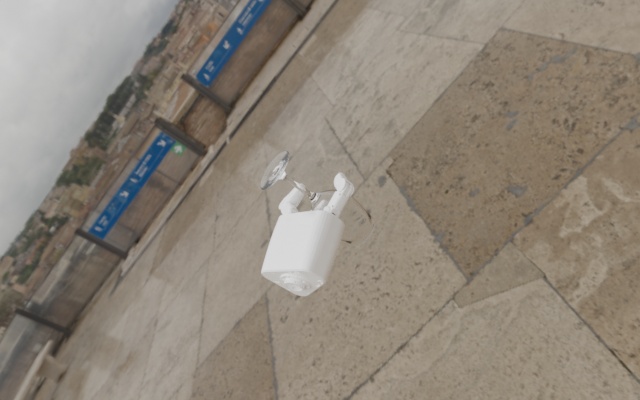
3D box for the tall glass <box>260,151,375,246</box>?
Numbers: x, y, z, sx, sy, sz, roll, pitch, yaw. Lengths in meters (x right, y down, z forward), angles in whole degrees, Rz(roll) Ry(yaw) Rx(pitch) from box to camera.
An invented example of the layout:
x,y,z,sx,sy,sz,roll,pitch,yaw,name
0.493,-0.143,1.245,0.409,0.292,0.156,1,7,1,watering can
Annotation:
x,y,z,sx,sy,sz,roll,pitch,yaw,name
0.000,0.002,0.805,0.201,0.079,0.079,34,-16,-25,tall glass
